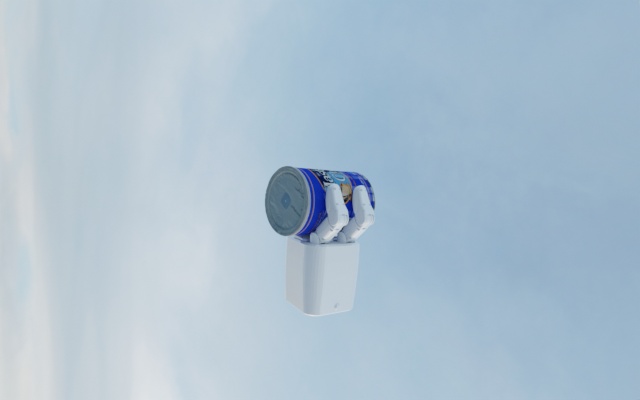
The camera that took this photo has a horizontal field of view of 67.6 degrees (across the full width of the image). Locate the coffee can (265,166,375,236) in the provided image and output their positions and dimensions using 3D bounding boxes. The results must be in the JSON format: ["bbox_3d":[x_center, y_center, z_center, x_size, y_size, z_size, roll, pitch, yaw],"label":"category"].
[{"bbox_3d":[0.000,0.002,0.740,0.140,0.103,0.103,2,-1,-42],"label":"coffee can"}]
